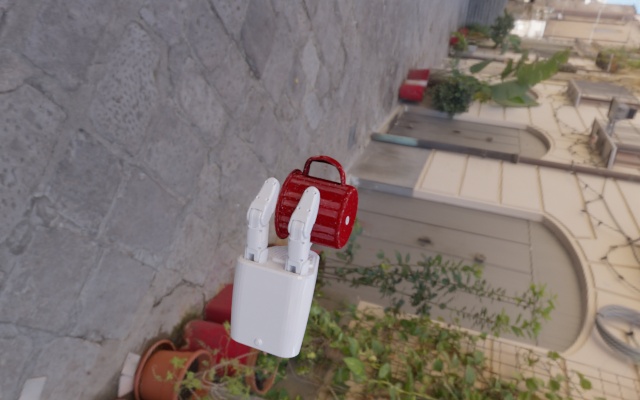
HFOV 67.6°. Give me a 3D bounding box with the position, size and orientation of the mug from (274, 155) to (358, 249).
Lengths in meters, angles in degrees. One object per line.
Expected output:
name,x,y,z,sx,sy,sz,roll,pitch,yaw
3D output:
mug,0.001,0.001,0.599,0.081,0.117,0.093,13,13,16
